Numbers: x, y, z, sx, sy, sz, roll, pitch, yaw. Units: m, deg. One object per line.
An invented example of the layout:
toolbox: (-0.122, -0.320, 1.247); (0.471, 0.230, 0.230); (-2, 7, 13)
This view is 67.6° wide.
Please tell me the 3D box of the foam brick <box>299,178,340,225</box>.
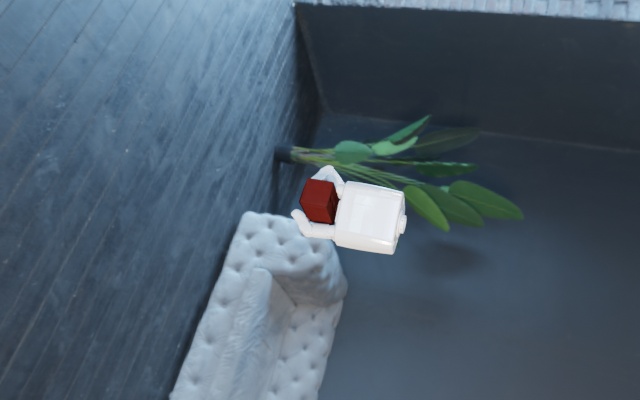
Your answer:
foam brick: (0.000, 0.003, 0.861); (0.051, 0.053, 0.078); (10, -25, 17)
